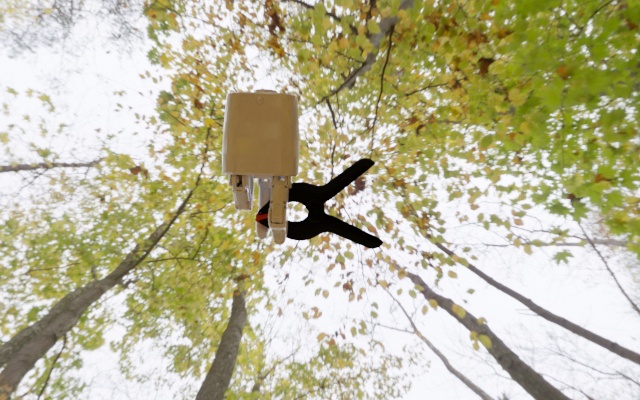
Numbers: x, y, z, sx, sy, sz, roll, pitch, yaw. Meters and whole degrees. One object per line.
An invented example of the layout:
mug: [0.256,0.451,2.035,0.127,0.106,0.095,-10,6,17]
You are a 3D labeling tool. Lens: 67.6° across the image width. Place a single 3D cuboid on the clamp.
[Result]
clamp: [0.000,0.002,0.636,0.171,0.120,0.039,2,2,1]
